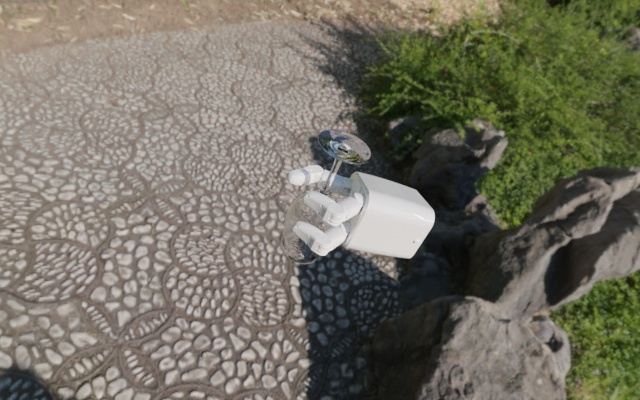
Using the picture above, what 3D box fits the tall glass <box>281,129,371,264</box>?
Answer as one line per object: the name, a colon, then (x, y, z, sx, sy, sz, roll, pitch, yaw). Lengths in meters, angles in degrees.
tall glass: (0.000, 0.002, 0.681, 0.079, 0.201, 0.079, 15, 37, -12)
